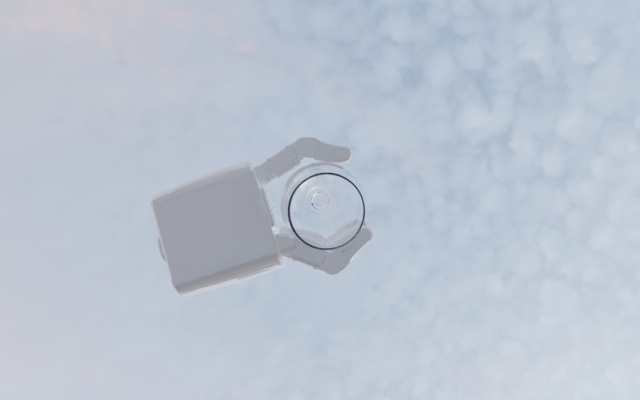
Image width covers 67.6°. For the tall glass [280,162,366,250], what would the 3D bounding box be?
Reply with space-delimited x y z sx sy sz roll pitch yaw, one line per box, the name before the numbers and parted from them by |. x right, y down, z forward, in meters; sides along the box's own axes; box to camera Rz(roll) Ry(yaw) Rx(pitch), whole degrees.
tall glass | 0.000 0.001 0.473 0.079 0.079 0.201 0 4 -3
